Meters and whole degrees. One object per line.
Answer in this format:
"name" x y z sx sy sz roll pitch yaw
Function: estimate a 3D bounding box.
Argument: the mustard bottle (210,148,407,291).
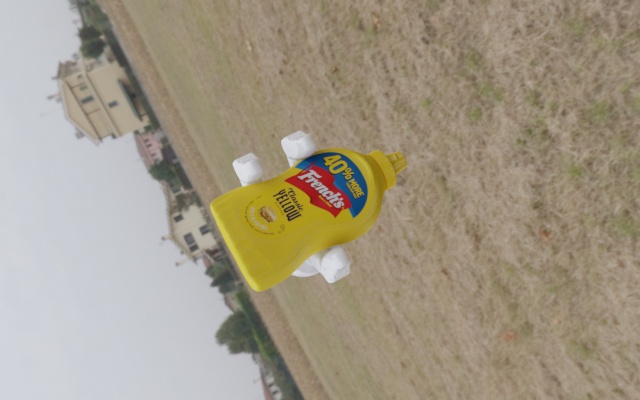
"mustard bottle" 0.000 0.001 0.459 0.191 0.096 0.058 -27 -29 -14
